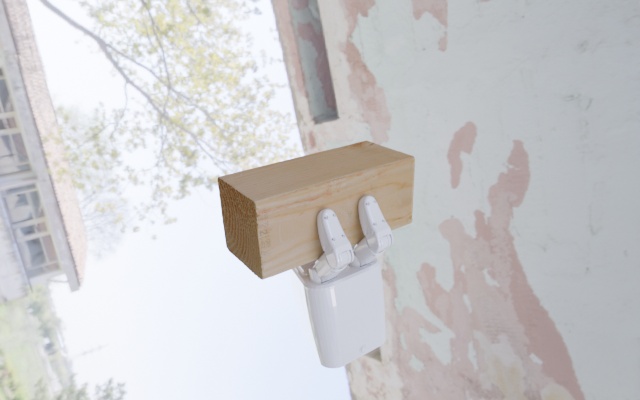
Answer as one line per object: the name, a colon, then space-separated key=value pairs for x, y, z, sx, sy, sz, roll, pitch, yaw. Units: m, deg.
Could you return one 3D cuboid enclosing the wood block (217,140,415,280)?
wood block: x=0.000 y=0.002 z=0.545 sx=0.206 sy=0.090 sz=0.090 roll=-17 pitch=27 yaw=-31
